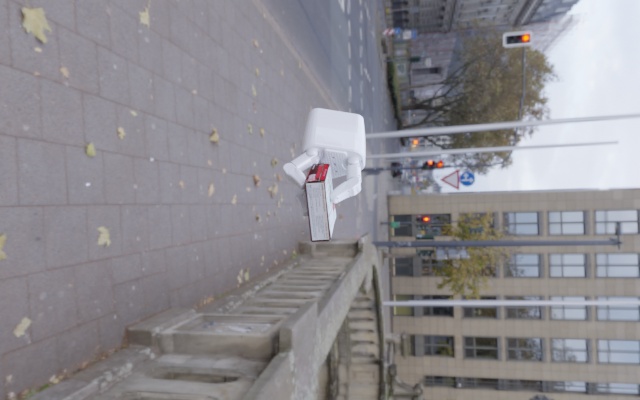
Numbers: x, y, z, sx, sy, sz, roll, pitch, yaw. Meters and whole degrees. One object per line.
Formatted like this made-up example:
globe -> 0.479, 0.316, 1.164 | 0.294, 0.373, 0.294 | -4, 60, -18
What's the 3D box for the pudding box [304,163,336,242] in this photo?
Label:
pudding box -> 0.000, 0.003, 0.823 | 0.039, 0.113, 0.090 | -4, 22, 10
